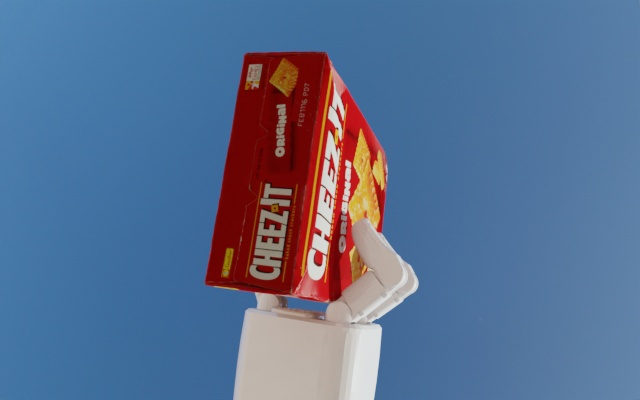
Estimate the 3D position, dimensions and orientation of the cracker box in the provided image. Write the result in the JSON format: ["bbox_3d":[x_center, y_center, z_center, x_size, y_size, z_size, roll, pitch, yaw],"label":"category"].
[{"bbox_3d":[0.000,0.001,0.404,0.072,0.164,0.214,3,-12,19],"label":"cracker box"}]
